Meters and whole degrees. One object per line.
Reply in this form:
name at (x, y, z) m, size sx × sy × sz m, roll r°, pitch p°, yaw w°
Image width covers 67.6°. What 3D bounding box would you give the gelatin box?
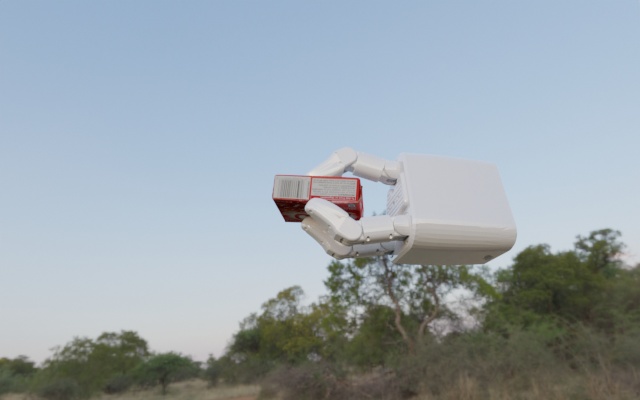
gelatin box at (0.000, 0.001, 0.501) m, size 0.089 × 0.030 × 0.073 m, roll 3°, pitch -20°, yaw 8°
